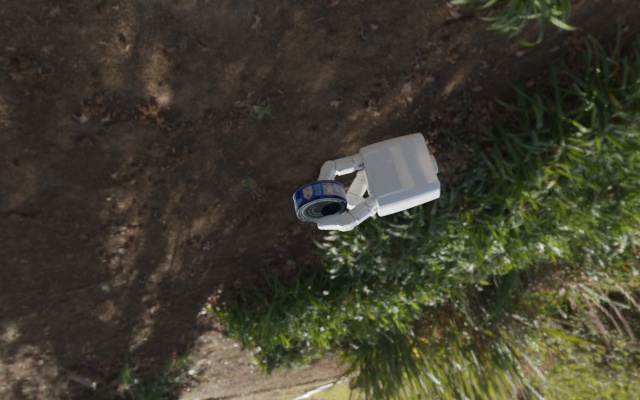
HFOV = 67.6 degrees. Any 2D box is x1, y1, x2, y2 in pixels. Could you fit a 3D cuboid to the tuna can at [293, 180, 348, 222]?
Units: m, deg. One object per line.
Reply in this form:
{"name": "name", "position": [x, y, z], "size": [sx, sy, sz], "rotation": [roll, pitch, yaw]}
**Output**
{"name": "tuna can", "position": [0.000, 0.003, 0.774], "size": [0.086, 0.033, 0.086], "rotation": [-9, -27, -5]}
